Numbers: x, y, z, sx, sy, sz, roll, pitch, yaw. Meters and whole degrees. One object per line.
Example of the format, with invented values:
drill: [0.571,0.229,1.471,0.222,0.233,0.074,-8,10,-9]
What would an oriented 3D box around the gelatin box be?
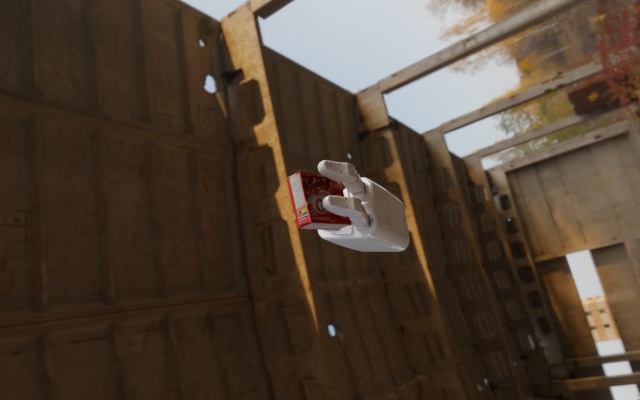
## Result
gelatin box: [0.000,0.002,0.657,0.030,0.073,0.089,-26,-21,37]
